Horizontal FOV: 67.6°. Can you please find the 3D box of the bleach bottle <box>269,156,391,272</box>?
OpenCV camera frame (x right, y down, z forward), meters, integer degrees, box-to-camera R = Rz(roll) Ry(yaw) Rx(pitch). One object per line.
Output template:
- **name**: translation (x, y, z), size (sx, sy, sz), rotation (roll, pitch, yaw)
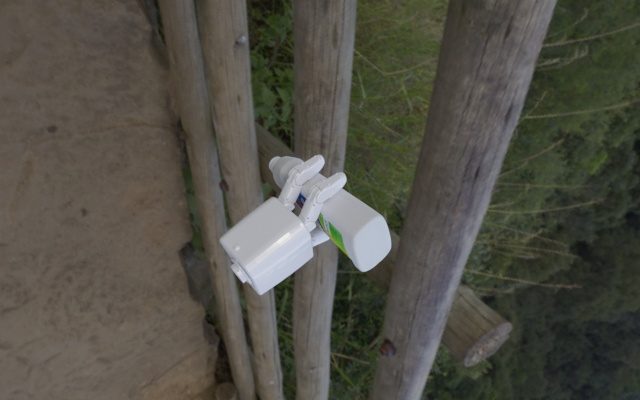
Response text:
- **bleach bottle**: translation (0.000, 0.002, 0.762), size (0.068, 0.103, 0.250), rotation (-38, 50, -16)
